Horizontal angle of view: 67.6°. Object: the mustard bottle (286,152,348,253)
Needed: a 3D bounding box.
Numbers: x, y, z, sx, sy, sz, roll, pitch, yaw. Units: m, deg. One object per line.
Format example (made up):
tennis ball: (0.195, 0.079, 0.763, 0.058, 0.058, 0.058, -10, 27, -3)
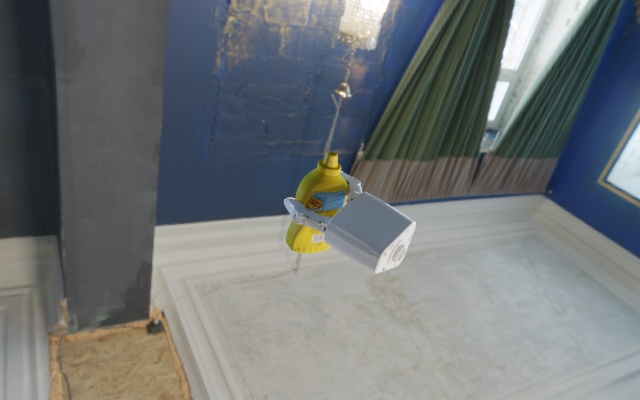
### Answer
mustard bottle: (0.000, 0.003, 0.850, 0.096, 0.192, 0.058, -4, 35, -30)
